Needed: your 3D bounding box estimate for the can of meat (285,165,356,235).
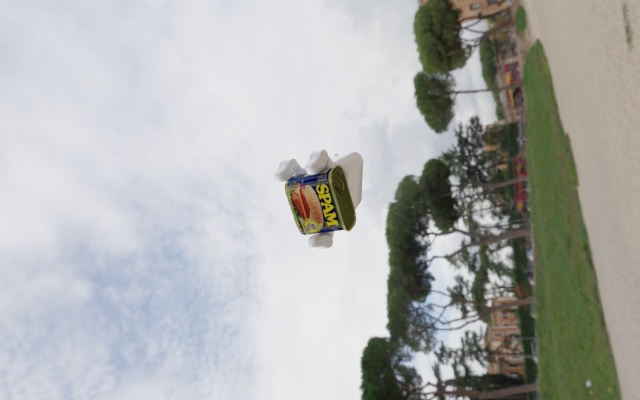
[{"bbox_3d":[0.000,0.003,0.756,0.084,0.102,0.057,-9,17,26],"label":"can of meat"}]
